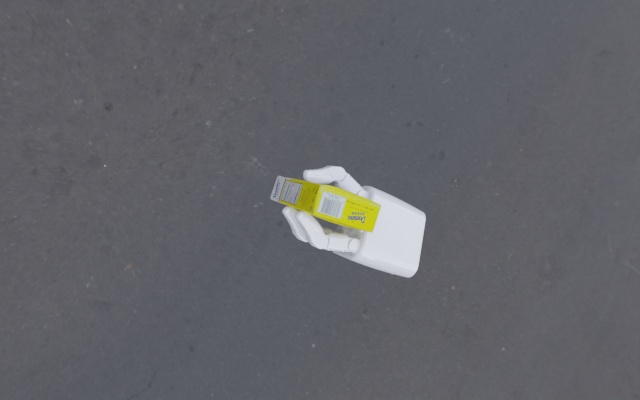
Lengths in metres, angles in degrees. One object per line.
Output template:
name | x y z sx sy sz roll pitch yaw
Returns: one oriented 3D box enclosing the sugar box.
sugar box | 0.000 0.003 0.684 0.093 0.048 0.176 19 -4 -24
